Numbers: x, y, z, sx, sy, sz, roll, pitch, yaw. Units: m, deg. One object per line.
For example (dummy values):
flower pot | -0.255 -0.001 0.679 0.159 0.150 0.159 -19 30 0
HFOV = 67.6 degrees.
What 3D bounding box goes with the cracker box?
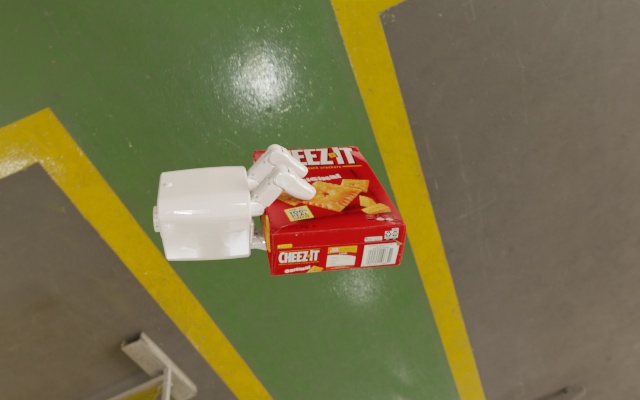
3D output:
cracker box | 0.000 0.002 0.642 0.164 0.072 0.213 -3 33 -13
